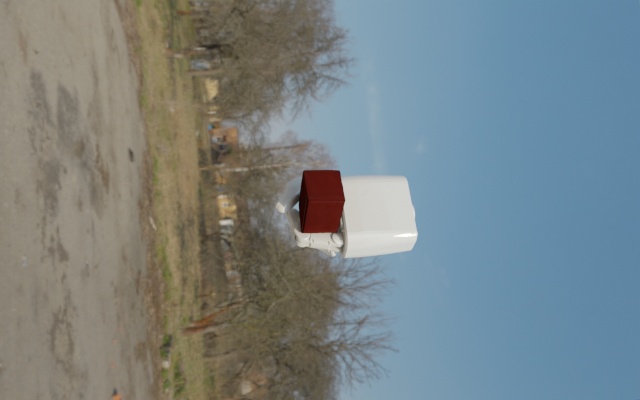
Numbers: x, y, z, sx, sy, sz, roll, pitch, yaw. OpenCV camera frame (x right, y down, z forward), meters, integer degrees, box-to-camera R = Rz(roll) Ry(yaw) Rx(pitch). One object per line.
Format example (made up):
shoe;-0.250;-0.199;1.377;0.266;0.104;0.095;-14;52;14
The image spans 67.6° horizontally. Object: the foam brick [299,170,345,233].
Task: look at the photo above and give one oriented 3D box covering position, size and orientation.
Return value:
foam brick;0.000;0.002;0.646;0.051;0.053;0.078;-1;-37;-9
